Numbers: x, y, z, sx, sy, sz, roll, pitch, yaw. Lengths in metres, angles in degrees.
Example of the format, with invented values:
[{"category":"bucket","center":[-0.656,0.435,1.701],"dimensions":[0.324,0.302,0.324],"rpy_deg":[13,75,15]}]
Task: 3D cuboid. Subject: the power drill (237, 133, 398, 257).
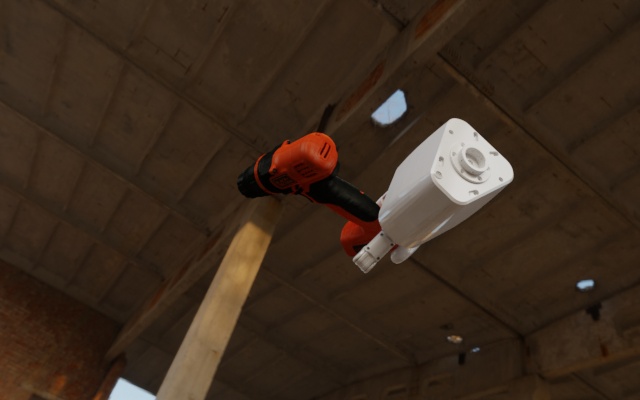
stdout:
[{"category":"power drill","center":[0.001,0.002,0.603],"dimensions":[0.188,0.057,0.184],"rpy_deg":[36,-28,-25]}]
